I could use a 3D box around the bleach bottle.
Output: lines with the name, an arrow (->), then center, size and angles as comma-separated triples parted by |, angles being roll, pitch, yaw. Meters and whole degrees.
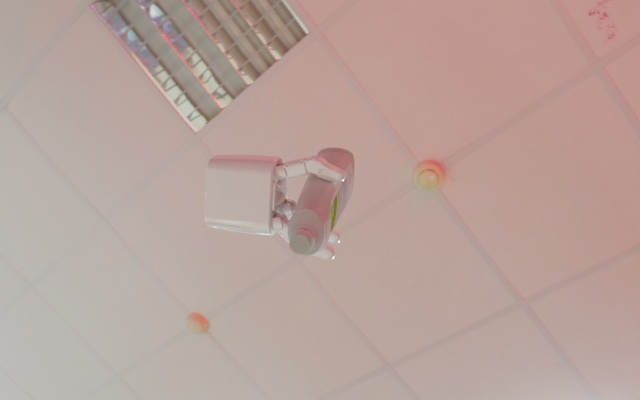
bleach bottle -> 0.000, 0.002, 0.713 | 0.068, 0.103, 0.250 | 5, 22, 11
